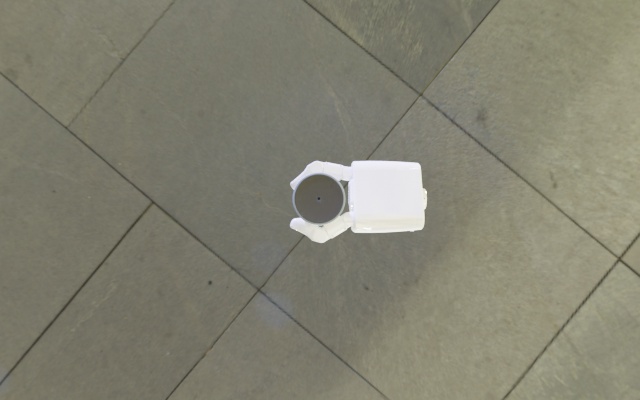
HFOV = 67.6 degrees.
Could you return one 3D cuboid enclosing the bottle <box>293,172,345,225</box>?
[{"bbox_3d":[0.000,0.002,0.744,0.069,0.069,0.296,0,-2,1],"label":"bottle"}]
